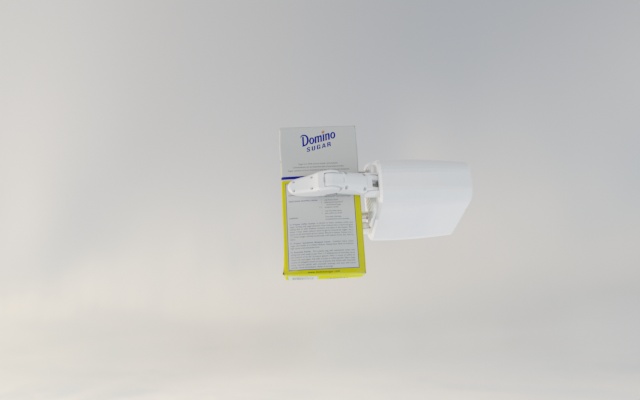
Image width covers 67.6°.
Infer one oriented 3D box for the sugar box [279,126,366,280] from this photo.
[{"bbox_3d":[0.000,0.002,0.560,0.093,0.176,0.048,-2,-16,-3],"label":"sugar box"}]
